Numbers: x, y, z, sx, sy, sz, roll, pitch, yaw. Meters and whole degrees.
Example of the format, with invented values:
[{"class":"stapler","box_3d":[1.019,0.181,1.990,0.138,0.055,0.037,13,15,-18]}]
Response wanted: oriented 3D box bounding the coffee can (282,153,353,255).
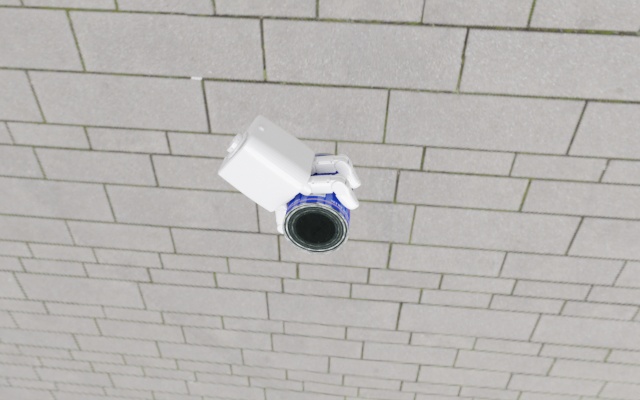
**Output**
[{"class":"coffee can","box_3d":[0.000,0.003,0.776,0.103,0.103,0.140,0,37,8]}]
